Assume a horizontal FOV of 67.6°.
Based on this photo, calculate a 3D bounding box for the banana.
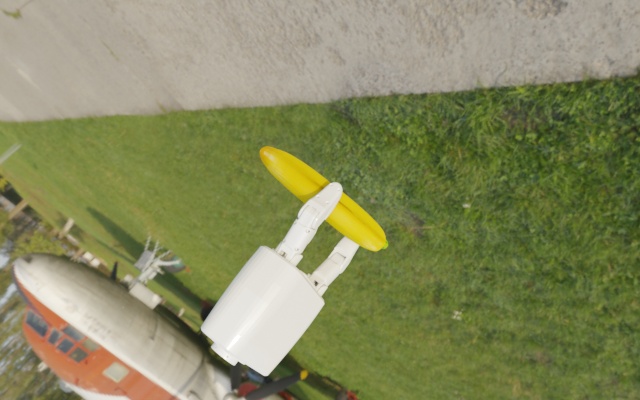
[{"bbox_3d":[0.007,0.003,0.557,0.198,0.037,0.069,40,-11,-7],"label":"banana"}]
